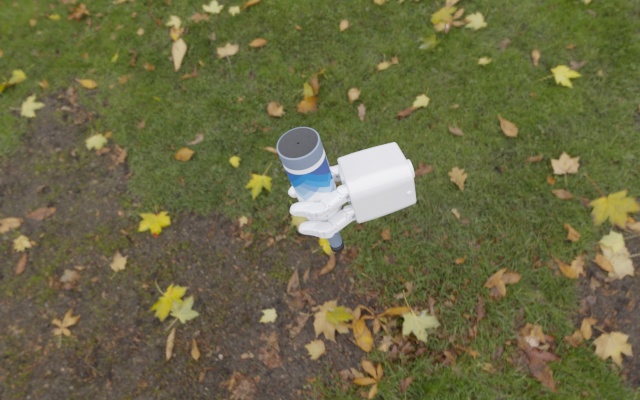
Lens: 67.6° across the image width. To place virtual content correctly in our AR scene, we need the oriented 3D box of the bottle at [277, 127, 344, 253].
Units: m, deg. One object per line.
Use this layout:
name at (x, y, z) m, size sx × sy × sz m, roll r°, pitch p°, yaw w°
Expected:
bottle at (0.000, 0.003, 0.817) m, size 0.069 × 0.069 × 0.296 m, roll 0°, pitch -37°, yaw 16°
